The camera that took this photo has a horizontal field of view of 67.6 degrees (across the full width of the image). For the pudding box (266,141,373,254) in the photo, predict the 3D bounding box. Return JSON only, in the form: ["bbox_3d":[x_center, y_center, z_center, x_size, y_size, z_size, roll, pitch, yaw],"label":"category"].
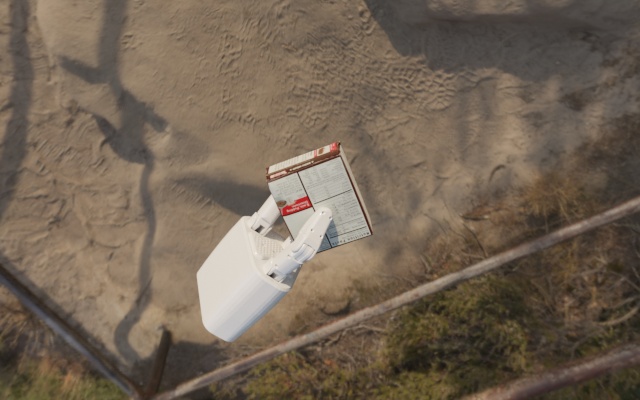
[{"bbox_3d":[0.000,0.002,0.538,0.090,0.113,0.039,-20,29,8],"label":"pudding box"}]
